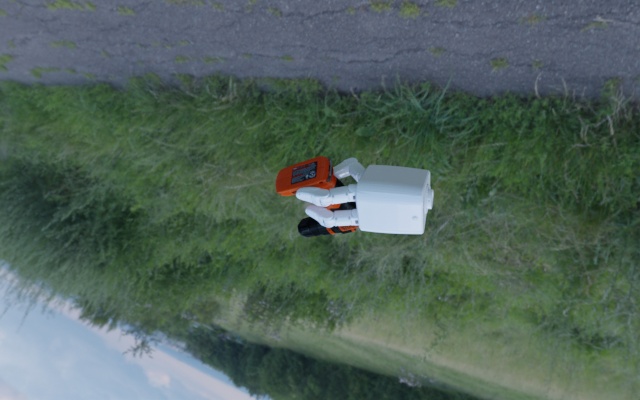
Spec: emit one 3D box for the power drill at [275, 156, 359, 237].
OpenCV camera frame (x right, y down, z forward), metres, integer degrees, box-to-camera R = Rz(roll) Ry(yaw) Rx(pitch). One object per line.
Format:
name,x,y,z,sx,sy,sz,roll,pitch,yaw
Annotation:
power drill,0.000,0.003,0.881,0.184,0.057,0.188,-17,-37,26
